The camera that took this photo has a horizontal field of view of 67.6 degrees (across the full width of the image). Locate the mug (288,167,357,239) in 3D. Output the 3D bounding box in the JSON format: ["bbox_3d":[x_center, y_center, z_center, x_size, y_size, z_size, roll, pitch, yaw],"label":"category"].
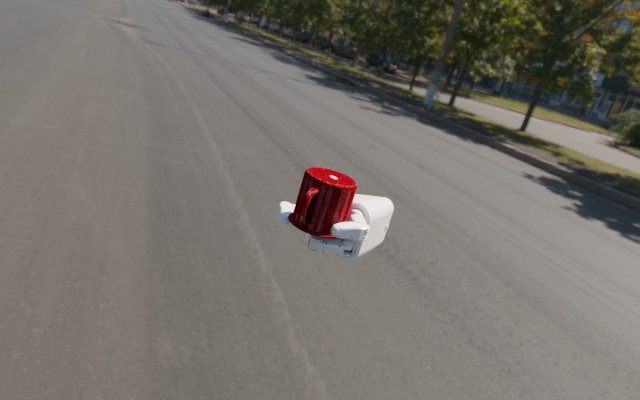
[{"bbox_3d":[-0.001,0.002,0.704,0.093,0.081,0.117,25,20,25],"label":"mug"}]
